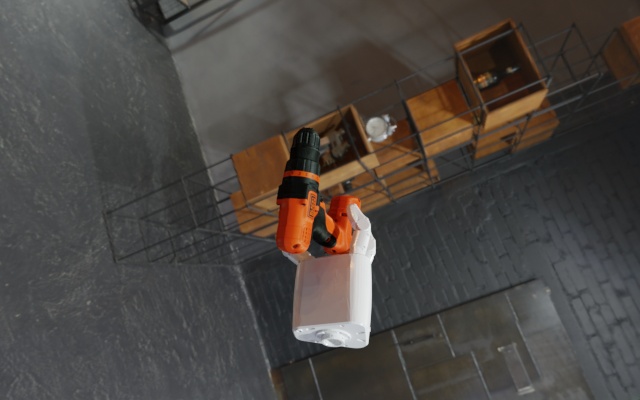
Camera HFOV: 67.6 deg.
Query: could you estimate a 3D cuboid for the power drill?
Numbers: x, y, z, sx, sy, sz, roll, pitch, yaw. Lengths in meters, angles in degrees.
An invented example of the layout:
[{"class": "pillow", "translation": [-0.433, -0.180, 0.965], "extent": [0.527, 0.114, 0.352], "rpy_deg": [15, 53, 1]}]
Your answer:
[{"class": "power drill", "translation": [0.000, 0.003, 0.733], "extent": [0.057, 0.184, 0.188], "rpy_deg": [1, -16, 30]}]
